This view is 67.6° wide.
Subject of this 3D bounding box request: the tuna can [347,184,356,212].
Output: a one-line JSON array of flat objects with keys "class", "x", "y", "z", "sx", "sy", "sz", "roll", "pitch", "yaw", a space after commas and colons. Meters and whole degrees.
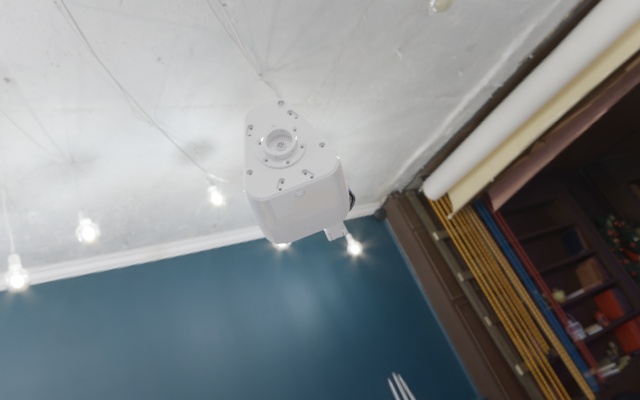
[{"class": "tuna can", "x": 0.000, "y": 0.002, "z": 0.621, "sx": 0.086, "sy": 0.033, "sz": 0.086, "roll": -20, "pitch": -29, "yaw": -12}]
